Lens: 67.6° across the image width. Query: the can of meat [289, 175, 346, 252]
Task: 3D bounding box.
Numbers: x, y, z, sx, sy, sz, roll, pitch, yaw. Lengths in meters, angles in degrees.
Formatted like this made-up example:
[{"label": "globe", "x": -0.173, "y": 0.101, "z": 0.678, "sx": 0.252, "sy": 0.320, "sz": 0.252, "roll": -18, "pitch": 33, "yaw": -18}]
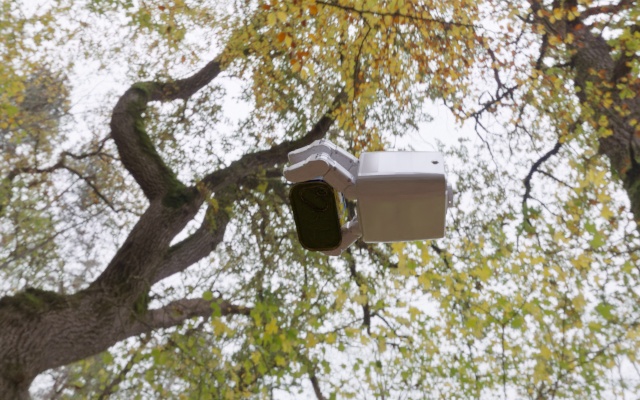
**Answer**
[{"label": "can of meat", "x": 0.000, "y": 0.002, "z": 0.636, "sx": 0.057, "sy": 0.102, "sz": 0.084, "roll": -5, "pitch": 29, "yaw": 12}]
